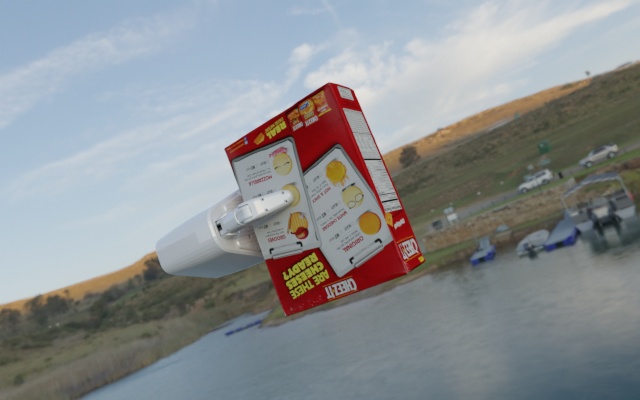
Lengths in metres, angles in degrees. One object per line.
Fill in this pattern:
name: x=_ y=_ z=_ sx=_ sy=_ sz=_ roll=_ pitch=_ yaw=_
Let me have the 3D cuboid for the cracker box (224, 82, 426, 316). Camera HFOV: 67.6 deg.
cracker box: x=0.000 y=0.002 z=0.544 sx=0.164 sy=0.213 sz=0.072 roll=-26 pitch=-8 yaw=30
